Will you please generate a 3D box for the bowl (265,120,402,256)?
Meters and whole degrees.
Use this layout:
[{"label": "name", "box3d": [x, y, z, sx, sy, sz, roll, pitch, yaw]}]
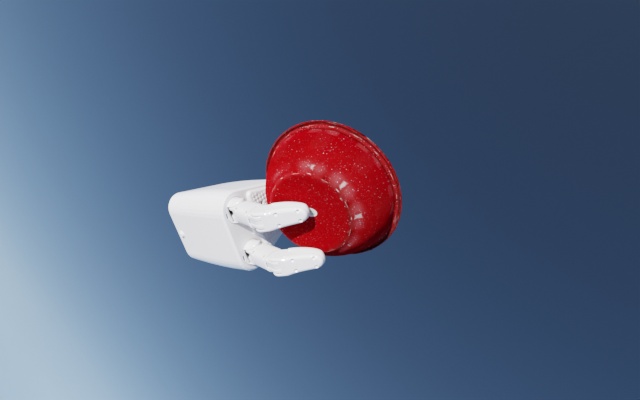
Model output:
[{"label": "bowl", "box3d": [0.001, 0.001, 0.499, 0.162, 0.162, 0.055, 0, 28, 28]}]
